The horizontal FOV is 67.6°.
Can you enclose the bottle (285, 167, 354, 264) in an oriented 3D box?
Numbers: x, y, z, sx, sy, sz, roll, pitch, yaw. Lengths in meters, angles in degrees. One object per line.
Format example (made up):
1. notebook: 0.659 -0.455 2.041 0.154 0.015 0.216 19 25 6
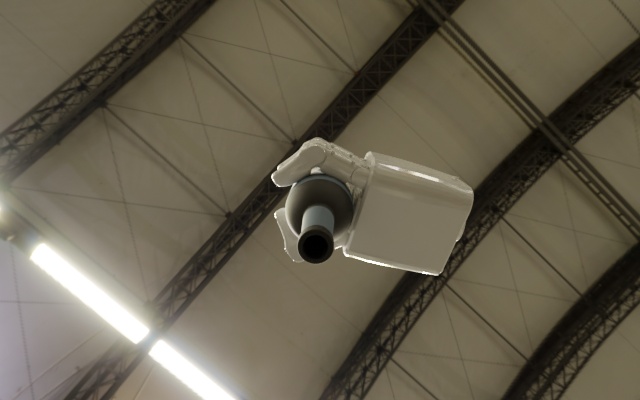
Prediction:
1. bottle: 0.000 0.002 0.496 0.069 0.069 0.295 0 13 1
